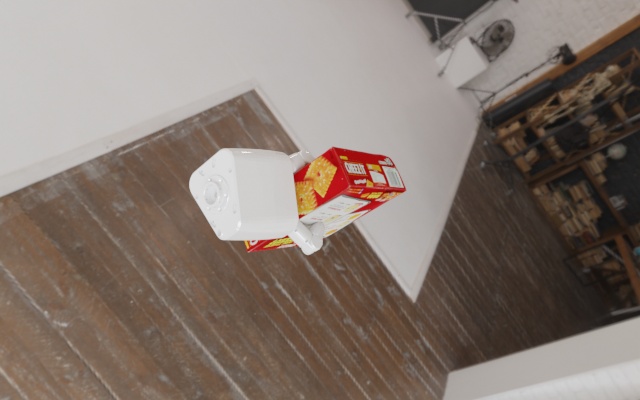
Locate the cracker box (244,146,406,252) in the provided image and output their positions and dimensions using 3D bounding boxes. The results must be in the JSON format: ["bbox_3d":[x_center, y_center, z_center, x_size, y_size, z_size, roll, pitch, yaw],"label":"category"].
[{"bbox_3d":[0.000,0.003,0.743,0.214,0.072,0.164,-32,-19,33],"label":"cracker box"}]
